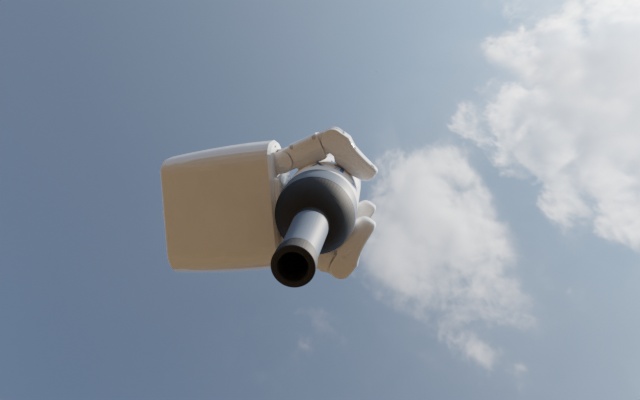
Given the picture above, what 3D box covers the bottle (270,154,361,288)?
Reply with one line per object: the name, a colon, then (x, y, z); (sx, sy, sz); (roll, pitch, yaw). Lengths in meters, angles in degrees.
bottle: (0.000, 0.001, 0.423); (0.069, 0.069, 0.295); (0, 15, 7)
